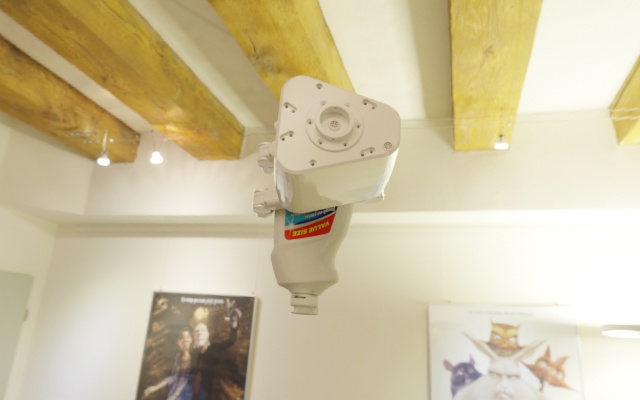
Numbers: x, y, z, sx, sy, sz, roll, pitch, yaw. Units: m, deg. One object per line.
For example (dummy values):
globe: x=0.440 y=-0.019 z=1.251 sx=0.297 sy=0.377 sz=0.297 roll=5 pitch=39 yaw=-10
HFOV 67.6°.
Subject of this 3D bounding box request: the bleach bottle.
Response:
bleach bottle: x=0.000 y=0.002 z=0.543 sx=0.102 sy=0.250 sz=0.068 roll=4 pitch=-17 yaw=1
